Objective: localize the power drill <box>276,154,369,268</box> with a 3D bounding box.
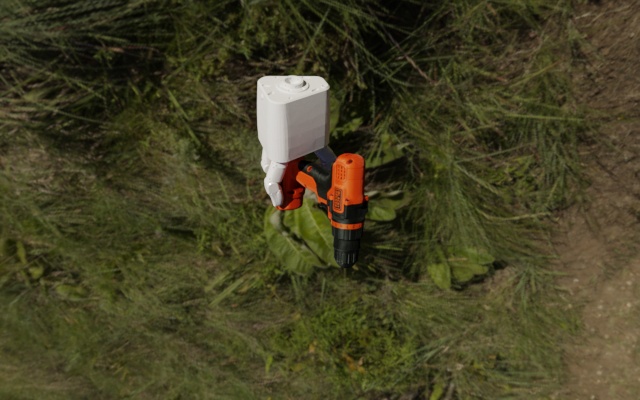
[{"bbox_3d":[0.000,0.002,0.792,0.057,0.184,0.187,-11,22,-41],"label":"power drill"}]
